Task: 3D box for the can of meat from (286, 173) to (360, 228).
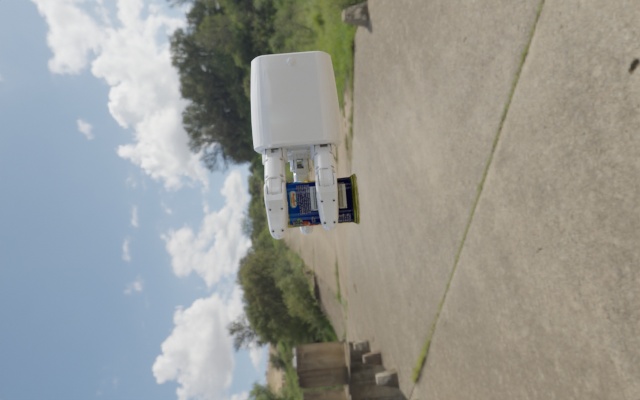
[{"bbox_3d":[0.000,0.002,0.566,0.084,0.057,0.102,-5,0,-1],"label":"can of meat"}]
